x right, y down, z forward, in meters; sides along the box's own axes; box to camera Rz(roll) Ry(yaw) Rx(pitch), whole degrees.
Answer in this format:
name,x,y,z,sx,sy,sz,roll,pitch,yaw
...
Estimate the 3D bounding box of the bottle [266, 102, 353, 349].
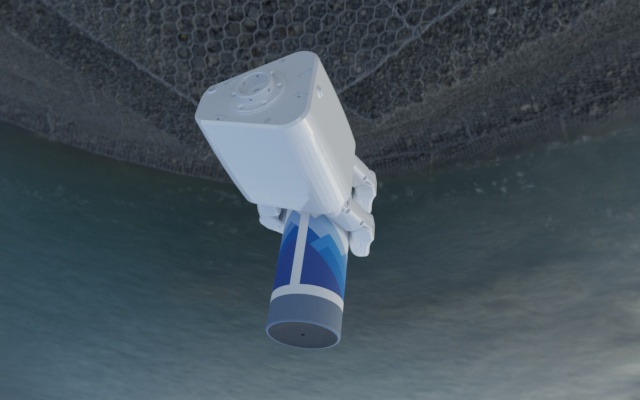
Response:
name,x,y,z,sx,sy,sz,roll,pitch,yaw
bottle,0.000,0.002,0.506,0.069,0.295,0.069,5,-37,4
